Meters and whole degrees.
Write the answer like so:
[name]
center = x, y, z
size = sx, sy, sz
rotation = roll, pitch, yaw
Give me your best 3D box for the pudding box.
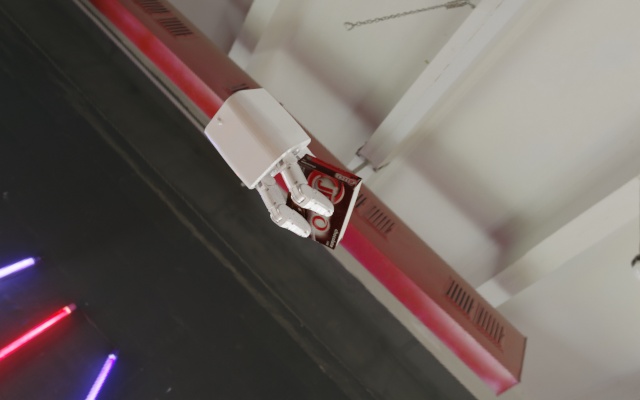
[pudding box]
center = 0.000, 0.002, 0.670
size = 0.090, 0.114, 0.039
rotation = 25, 37, 14
